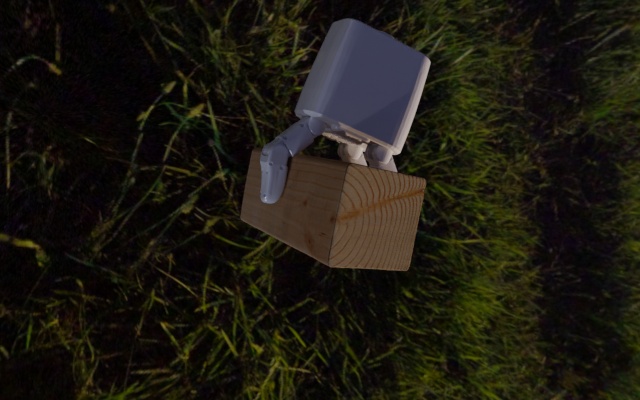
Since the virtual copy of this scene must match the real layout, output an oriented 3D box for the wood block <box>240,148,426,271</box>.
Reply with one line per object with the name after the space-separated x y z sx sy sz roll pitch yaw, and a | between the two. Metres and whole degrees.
0.000 0.001 0.501 0.091 0.090 0.206 9 4 -31 | wood block
